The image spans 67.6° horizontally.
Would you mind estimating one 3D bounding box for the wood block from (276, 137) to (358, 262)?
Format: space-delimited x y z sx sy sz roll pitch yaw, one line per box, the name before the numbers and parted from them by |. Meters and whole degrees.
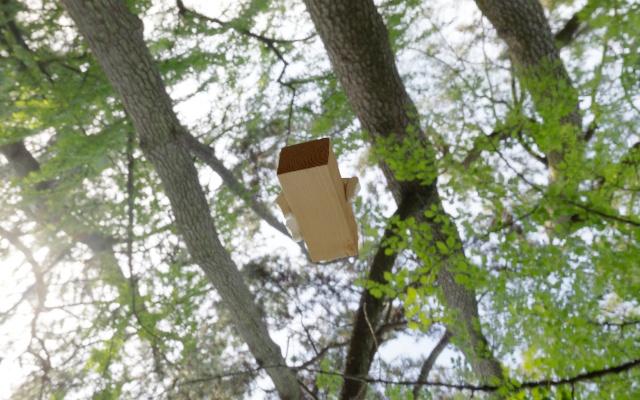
wood block | 0.000 0.003 0.860 0.091 0.206 0.090 -12 36 12
